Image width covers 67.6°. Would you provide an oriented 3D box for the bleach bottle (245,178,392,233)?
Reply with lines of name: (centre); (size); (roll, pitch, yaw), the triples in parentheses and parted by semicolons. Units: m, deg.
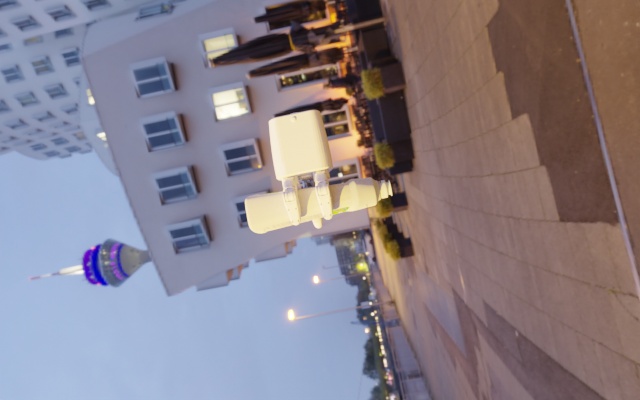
bleach bottle: (0.000, 0.003, 0.848); (0.251, 0.068, 0.102); (-11, -6, 4)
